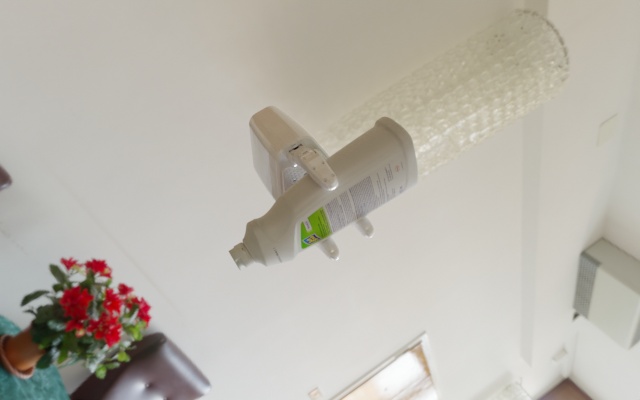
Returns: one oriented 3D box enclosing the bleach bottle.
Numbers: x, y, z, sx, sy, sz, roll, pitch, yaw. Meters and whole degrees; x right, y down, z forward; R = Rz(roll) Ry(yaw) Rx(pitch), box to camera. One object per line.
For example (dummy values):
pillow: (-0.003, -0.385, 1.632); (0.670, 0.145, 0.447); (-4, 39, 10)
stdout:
bleach bottle: (0.000, 0.002, 0.586); (0.251, 0.103, 0.068); (-32, 46, -10)
